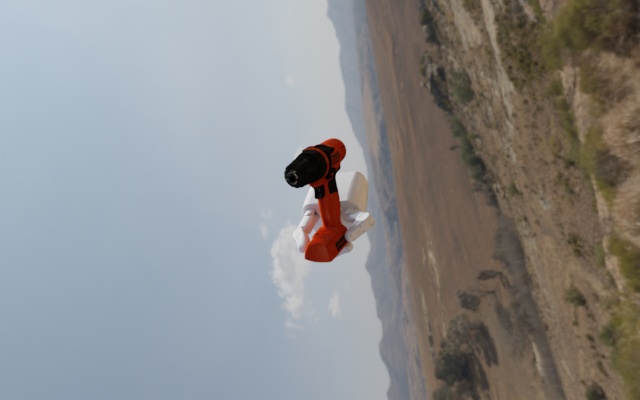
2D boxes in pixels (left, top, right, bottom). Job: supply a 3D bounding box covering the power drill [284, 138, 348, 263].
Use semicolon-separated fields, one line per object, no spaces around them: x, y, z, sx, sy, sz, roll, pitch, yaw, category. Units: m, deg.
0.000;0.003;0.782;0.057;0.188;0.184;5;21;24;power drill
